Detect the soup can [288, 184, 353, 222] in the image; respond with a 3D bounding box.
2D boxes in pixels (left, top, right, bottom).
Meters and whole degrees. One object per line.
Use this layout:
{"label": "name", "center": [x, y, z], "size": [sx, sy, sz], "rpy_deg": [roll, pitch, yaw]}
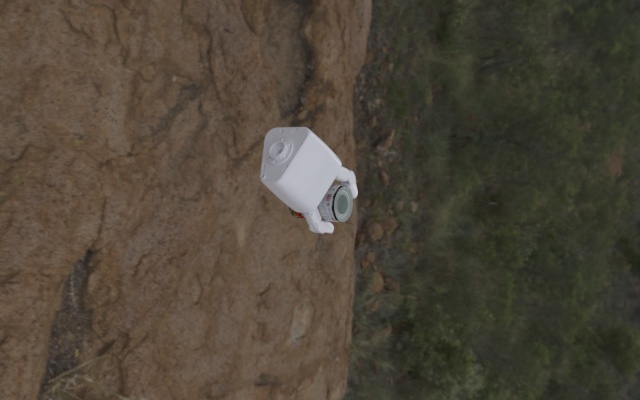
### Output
{"label": "soup can", "center": [0.001, 0.003, 0.882], "size": [0.102, 0.068, 0.068], "rpy_deg": [5, 3, 34]}
